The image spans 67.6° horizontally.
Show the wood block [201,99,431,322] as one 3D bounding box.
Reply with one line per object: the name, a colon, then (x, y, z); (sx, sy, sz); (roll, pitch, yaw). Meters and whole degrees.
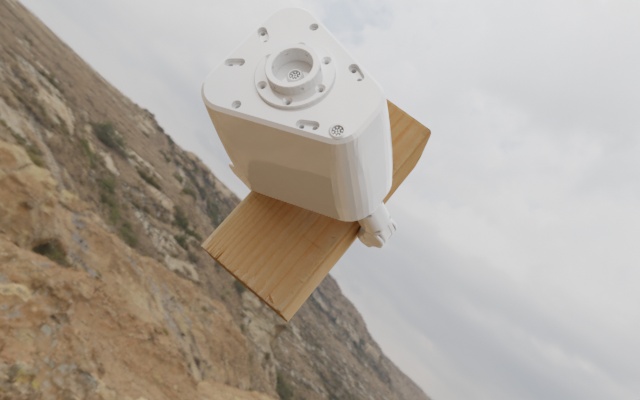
wood block: (0.000, 0.001, 0.446); (0.091, 0.206, 0.090); (38, -14, 11)
